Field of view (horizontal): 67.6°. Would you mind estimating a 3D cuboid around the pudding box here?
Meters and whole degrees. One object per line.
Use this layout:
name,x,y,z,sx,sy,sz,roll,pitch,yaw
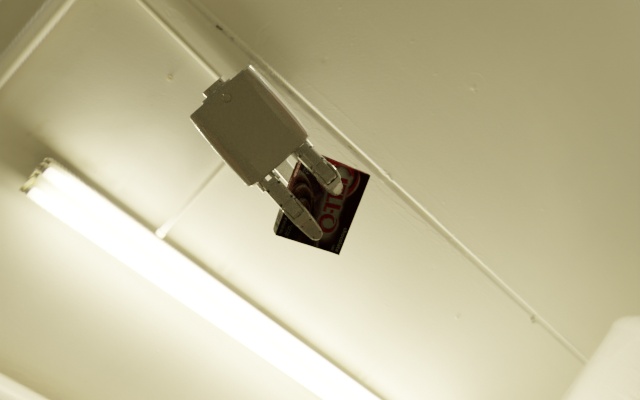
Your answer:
pudding box,0.000,0.002,0.604,0.090,0.113,0.039,19,7,-18
